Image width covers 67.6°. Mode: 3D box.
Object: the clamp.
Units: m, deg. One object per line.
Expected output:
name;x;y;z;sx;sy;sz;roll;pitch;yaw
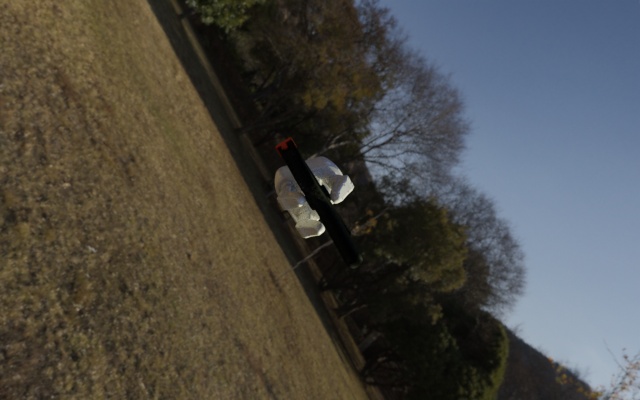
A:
clamp;0.001;0.001;0.724;0.036;0.210;0.164;-32;17;2
